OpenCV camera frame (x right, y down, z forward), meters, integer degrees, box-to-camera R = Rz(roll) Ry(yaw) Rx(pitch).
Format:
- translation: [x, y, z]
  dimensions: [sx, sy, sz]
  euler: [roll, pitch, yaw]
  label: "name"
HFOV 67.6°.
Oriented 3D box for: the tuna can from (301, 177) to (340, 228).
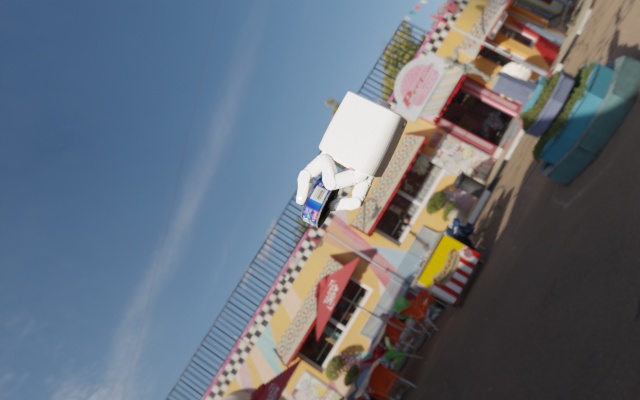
- translation: [0.000, 0.003, 0.832]
  dimensions: [0.034, 0.086, 0.086]
  euler: [26, 5, 11]
  label: "tuna can"
